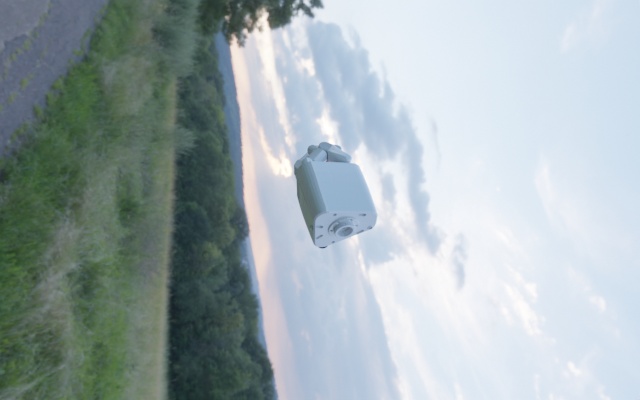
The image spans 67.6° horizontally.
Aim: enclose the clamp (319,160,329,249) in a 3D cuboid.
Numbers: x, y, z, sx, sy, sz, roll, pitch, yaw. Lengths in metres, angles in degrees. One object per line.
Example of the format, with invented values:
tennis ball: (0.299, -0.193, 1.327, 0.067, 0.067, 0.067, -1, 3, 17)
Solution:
clamp: (0.001, 0.003, 0.875, 0.039, 0.120, 0.172, -11, -39, -9)
